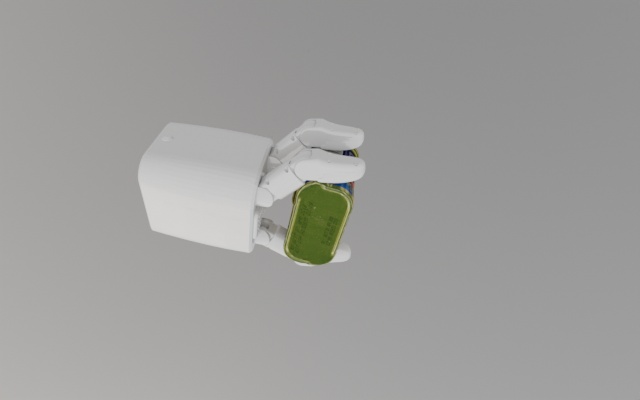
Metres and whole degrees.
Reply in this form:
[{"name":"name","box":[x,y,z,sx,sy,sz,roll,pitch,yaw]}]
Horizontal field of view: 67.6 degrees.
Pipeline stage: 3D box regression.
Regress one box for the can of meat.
[{"name":"can of meat","box":[0.000,0.002,0.472,0.057,0.102,0.084,14,36,-3]}]
